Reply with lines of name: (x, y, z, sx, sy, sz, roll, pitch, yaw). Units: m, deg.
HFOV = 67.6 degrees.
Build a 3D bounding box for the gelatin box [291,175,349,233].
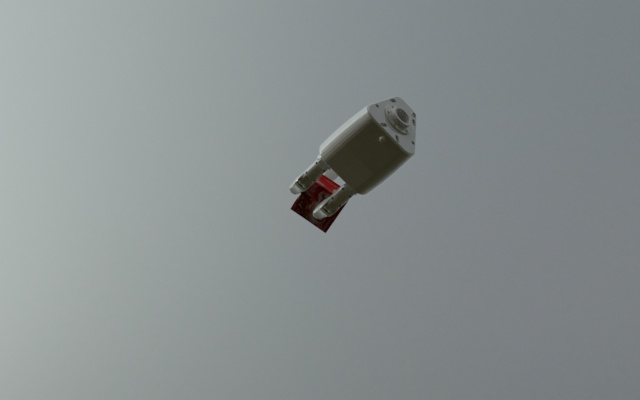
gelatin box: (0.000, 0.002, 0.781, 0.073, 0.030, 0.089, 34, -44, 1)
